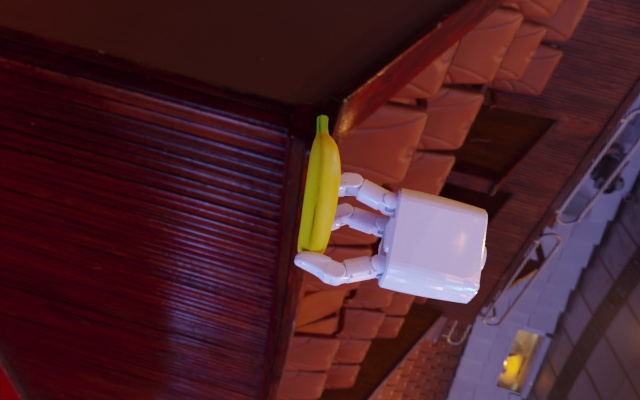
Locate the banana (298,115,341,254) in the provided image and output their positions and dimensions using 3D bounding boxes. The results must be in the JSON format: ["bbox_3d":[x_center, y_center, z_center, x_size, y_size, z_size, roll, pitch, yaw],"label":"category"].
[{"bbox_3d":[-0.001,0.009,0.538,0.037,0.198,0.069,10,32,1],"label":"banana"}]
